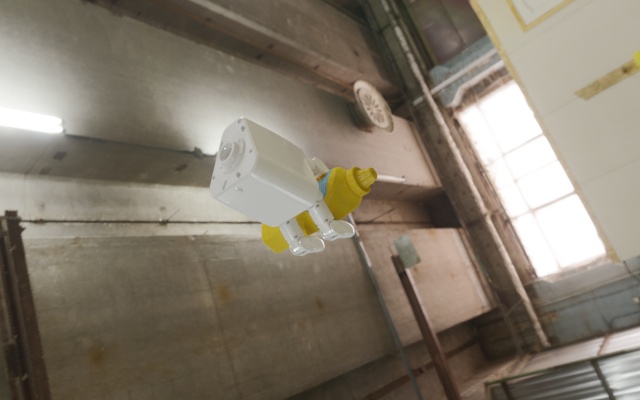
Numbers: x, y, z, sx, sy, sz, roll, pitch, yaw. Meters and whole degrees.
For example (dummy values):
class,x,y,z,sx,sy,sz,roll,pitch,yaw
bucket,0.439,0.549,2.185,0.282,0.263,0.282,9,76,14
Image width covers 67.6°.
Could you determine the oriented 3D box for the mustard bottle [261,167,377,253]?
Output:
class,x,y,z,sx,sy,sz,roll,pitch,yaw
mustard bottle,0.000,0.003,0.692,0.192,0.058,0.096,-30,27,31
